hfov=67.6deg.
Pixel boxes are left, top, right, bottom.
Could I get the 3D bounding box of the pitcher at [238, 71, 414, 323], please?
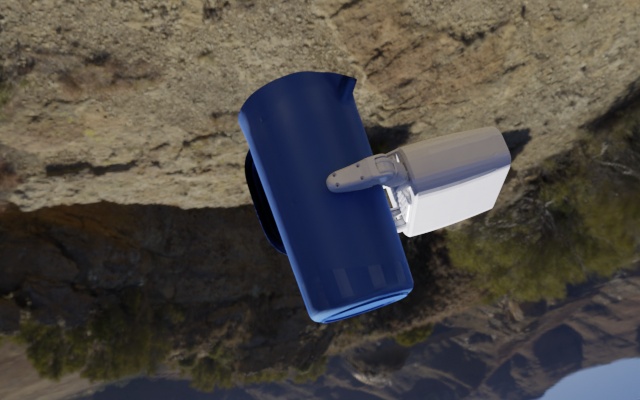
[{"bbox_3d":[0.000,0.002,0.511,0.145,0.242,0.149,-16,-18,-6],"label":"pitcher"}]
